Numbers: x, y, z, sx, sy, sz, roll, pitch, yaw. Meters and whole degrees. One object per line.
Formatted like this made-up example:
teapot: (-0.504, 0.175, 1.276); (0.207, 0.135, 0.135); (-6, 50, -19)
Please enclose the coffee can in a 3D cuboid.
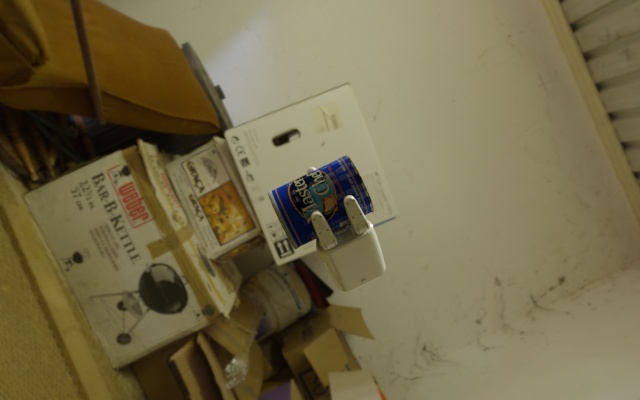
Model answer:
coffee can: (0.000, 0.002, 0.766); (0.140, 0.103, 0.103); (-26, 1, -2)
